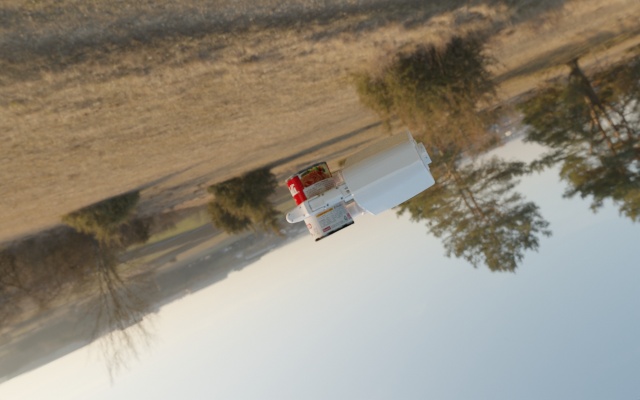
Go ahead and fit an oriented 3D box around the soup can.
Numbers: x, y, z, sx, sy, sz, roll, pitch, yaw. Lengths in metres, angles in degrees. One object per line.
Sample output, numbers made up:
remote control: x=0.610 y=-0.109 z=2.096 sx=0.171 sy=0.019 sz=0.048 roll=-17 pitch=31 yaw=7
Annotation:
soup can: x=0.000 y=0.003 z=0.712 sx=0.068 sy=0.102 sz=0.068 roll=-26 pitch=-4 yaw=-2
